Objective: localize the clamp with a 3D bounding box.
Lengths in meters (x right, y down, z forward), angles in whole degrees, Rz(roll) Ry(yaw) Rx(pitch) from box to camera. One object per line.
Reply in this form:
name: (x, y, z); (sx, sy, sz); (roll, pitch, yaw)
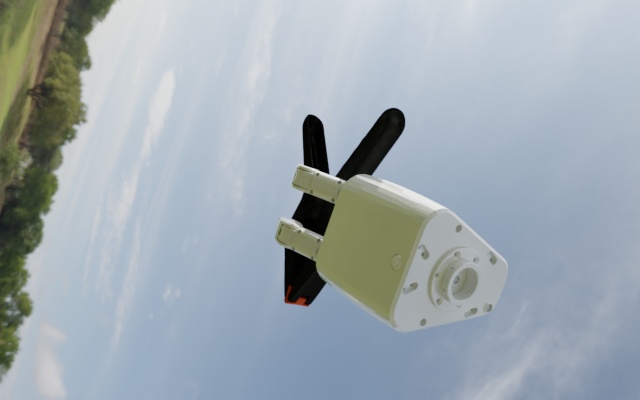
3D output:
clamp: (0.001, 0.002, 0.490); (0.036, 0.210, 0.164); (17, 5, -30)
